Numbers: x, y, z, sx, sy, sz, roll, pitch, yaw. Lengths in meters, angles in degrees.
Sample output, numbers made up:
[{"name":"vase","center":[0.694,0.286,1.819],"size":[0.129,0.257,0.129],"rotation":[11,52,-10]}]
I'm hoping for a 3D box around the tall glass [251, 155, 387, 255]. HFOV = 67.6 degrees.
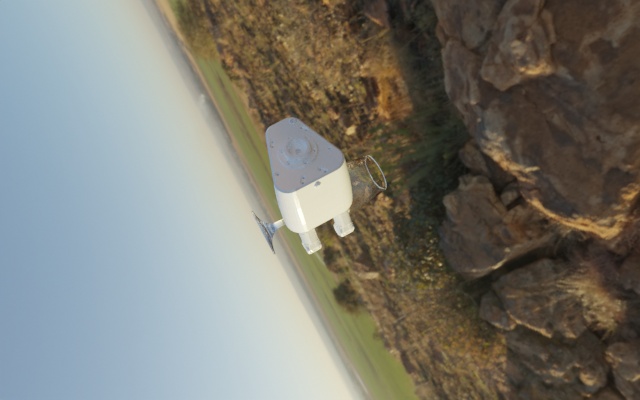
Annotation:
[{"name":"tall glass","center":[-0.001,0.003,0.730],"size":[0.201,0.079,0.079],"rotation":[-28,4,-8]}]
